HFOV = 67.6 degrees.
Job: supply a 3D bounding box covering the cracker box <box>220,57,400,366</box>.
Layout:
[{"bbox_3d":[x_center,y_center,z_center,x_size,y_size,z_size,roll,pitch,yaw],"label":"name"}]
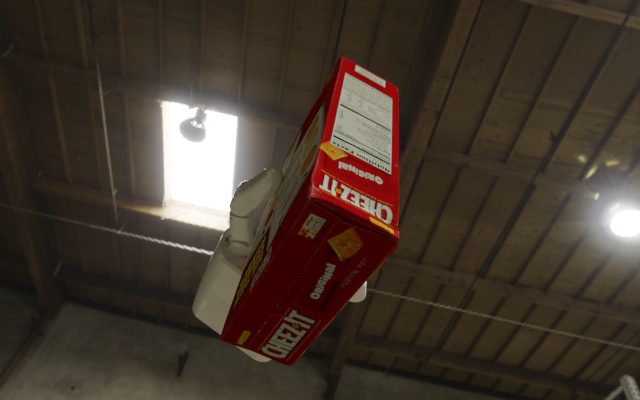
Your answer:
[{"bbox_3d":[0.000,0.001,0.403,0.072,0.164,0.213,24,38,-11],"label":"cracker box"}]
